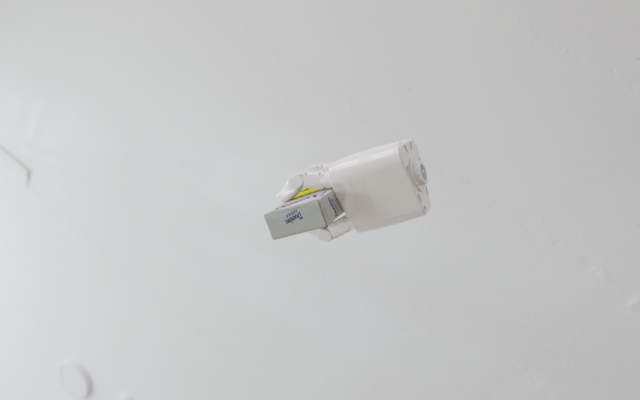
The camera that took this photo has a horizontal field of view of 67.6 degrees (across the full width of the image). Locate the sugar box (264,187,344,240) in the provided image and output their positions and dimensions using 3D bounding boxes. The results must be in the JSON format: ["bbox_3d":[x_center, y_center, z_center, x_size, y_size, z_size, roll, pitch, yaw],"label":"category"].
[{"bbox_3d":[0.000,0.002,0.719,0.093,0.048,0.176,-16,7,28],"label":"sugar box"}]
